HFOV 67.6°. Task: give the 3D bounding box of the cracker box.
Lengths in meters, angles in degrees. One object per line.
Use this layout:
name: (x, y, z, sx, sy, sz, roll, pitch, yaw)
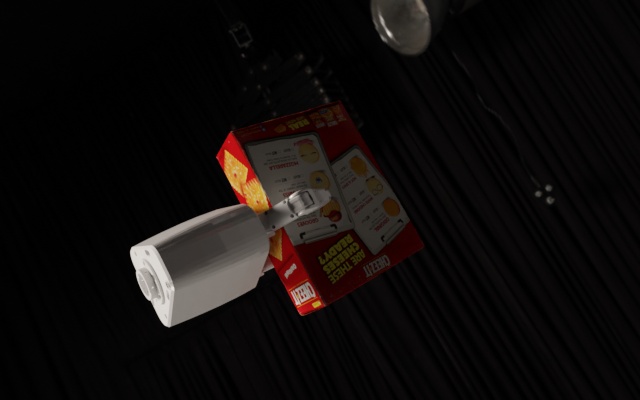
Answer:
cracker box: (0.000, 0.002, 0.570, 0.164, 0.213, 0.072, -23, -9, -34)
